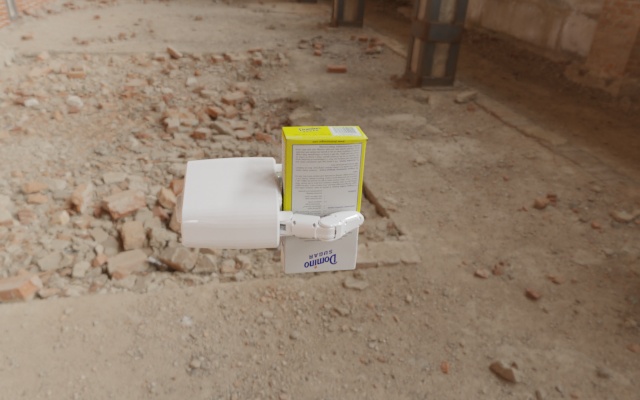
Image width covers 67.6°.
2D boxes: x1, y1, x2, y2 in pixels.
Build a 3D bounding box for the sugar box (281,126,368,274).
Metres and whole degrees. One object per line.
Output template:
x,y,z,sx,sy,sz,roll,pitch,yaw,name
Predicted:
0.000,0.002,0.569,0.093,0.176,0.048,-2,29,-10,sugar box
